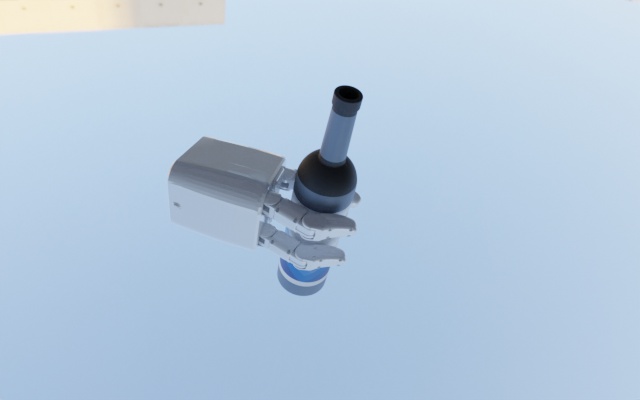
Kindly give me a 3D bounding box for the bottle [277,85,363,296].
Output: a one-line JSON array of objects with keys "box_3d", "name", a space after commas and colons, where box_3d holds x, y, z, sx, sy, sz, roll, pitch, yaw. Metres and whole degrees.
[{"box_3d": [0.000, 0.002, 0.539, 0.069, 0.069, 0.296, 0, -42, -14], "name": "bottle"}]
